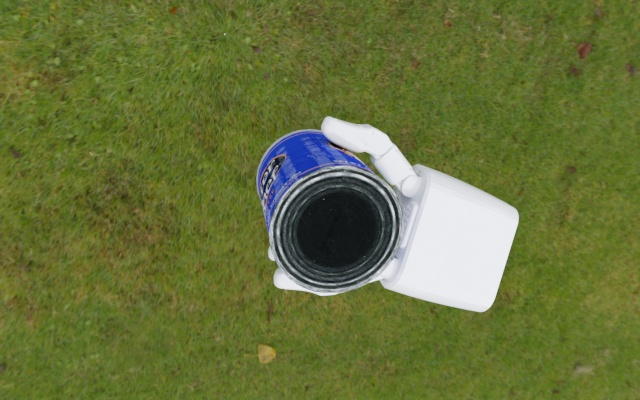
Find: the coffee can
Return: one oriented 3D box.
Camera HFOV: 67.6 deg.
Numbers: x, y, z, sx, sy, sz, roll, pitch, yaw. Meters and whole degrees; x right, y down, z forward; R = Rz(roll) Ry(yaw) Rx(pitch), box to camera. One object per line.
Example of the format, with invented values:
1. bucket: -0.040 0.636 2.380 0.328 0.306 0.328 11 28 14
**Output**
1. coffee can: 0.000 0.001 0.416 0.103 0.103 0.140 0 19 -11
